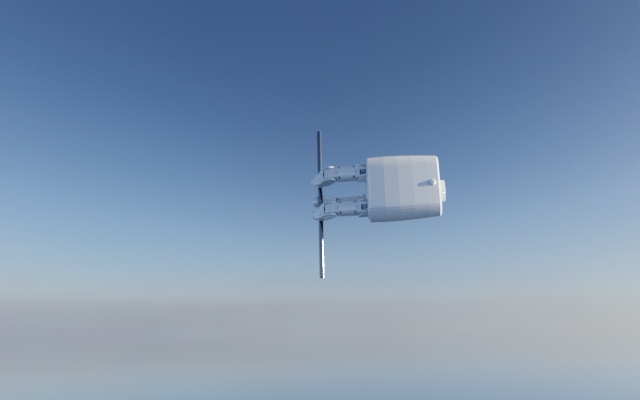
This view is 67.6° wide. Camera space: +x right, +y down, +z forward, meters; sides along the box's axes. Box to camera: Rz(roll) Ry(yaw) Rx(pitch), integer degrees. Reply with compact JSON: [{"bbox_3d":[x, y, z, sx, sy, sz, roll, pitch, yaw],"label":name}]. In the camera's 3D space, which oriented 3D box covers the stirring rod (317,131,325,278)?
[{"bbox_3d":[0.000,0.003,0.761,0.011,0.239,0.011,-1,-15,0],"label":"stirring rod"}]
